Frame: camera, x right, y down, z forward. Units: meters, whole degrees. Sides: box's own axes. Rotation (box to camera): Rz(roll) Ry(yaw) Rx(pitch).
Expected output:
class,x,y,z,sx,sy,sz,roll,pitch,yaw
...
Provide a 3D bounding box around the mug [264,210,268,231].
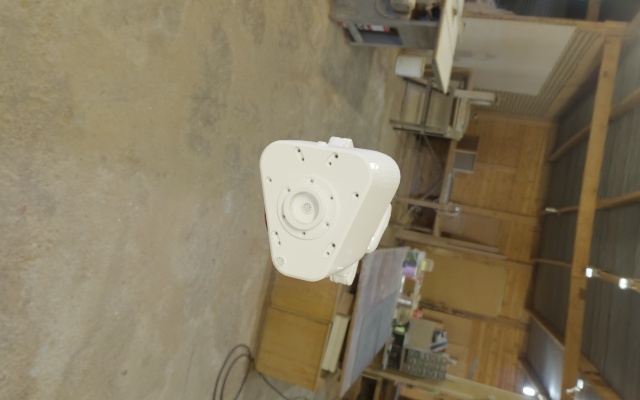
class,x,y,z,sx,sy,sz,roll,pitch,yaw
mug,0.001,0.002,0.529,0.081,0.093,0.117,11,7,18
